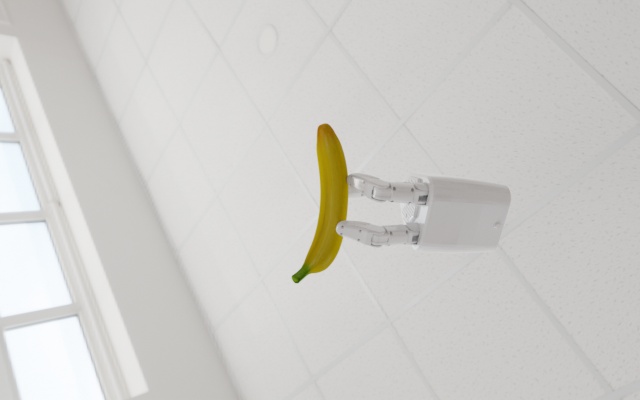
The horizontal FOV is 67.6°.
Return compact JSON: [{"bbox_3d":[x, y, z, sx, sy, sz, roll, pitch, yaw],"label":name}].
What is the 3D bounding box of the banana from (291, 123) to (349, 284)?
[{"bbox_3d":[0.009,0.006,0.598,0.037,0.198,0.069,10,3,30],"label":"banana"}]
